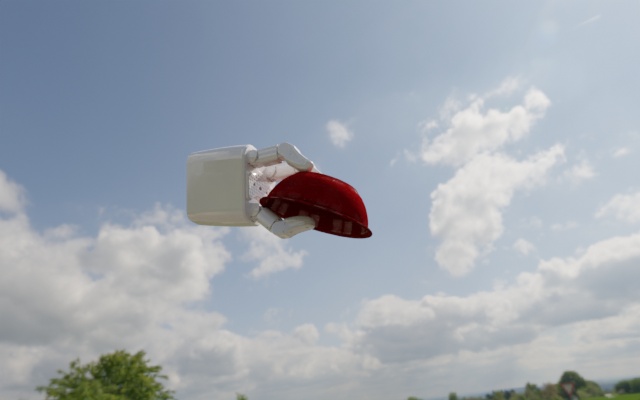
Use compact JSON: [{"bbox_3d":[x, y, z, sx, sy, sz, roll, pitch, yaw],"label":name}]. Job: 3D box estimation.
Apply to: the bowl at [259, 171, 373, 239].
[{"bbox_3d":[0.001,0.002,0.661,0.162,0.055,0.162,17,-13,4],"label":"bowl"}]
